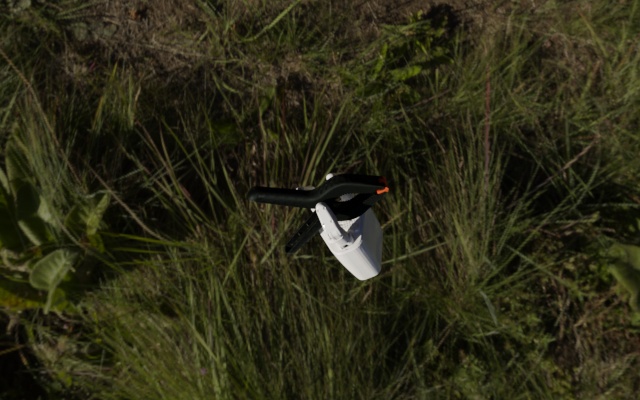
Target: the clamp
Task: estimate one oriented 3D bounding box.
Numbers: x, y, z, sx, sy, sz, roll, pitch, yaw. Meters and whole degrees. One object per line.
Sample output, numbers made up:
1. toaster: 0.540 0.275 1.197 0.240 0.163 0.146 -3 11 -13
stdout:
1. clamp: 0.001 0.003 0.746 0.210 0.036 0.165 -24 -43 13
